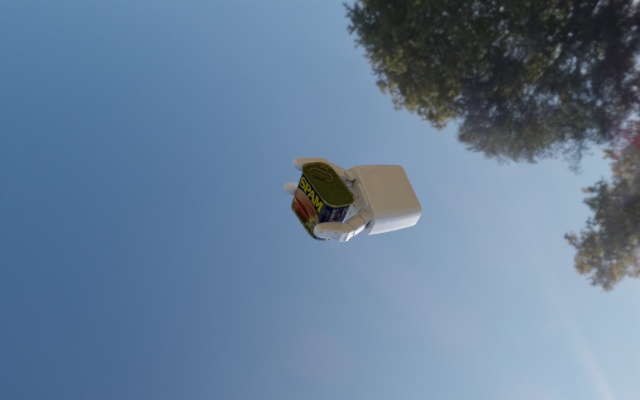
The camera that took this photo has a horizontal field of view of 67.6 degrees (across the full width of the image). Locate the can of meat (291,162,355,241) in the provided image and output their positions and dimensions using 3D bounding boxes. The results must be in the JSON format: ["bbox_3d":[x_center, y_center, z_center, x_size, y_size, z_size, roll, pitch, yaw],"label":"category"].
[{"bbox_3d":[0.000,0.003,0.769,0.057,0.084,0.102,-10,48,-33],"label":"can of meat"}]
